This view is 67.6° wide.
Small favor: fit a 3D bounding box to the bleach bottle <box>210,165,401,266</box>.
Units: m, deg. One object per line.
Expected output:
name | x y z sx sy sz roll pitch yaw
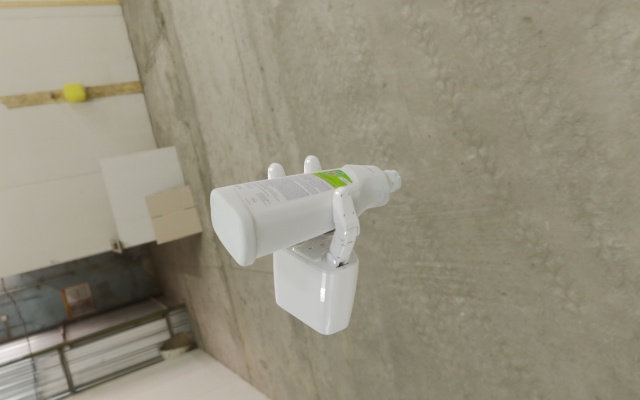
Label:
bleach bottle | 0.000 0.002 0.589 0.251 0.068 0.102 -14 33 -29
